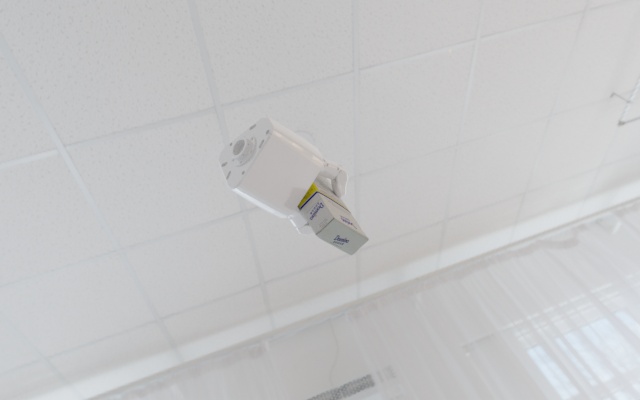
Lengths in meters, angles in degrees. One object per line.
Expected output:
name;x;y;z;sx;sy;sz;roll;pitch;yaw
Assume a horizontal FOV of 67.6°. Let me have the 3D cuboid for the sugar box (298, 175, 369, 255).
sugar box;0.000;0.003;0.760;0.093;0.048;0.176;32;20;-42
